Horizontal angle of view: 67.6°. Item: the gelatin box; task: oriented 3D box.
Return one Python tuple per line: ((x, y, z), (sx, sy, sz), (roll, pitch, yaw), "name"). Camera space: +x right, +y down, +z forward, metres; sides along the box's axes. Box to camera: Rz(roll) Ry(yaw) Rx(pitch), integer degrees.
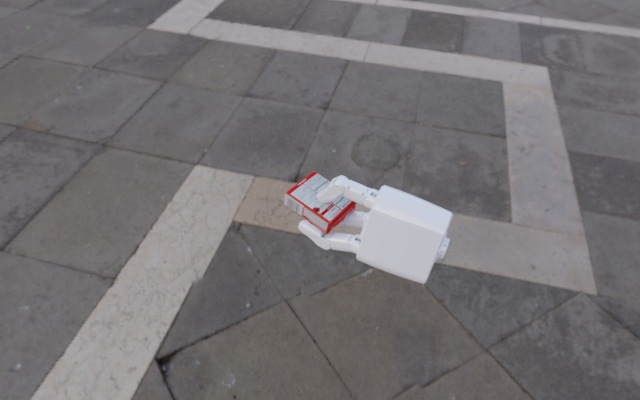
((0.000, 0.002, 0.734), (0.089, 0.030, 0.073), (34, 49, 19), "gelatin box")
